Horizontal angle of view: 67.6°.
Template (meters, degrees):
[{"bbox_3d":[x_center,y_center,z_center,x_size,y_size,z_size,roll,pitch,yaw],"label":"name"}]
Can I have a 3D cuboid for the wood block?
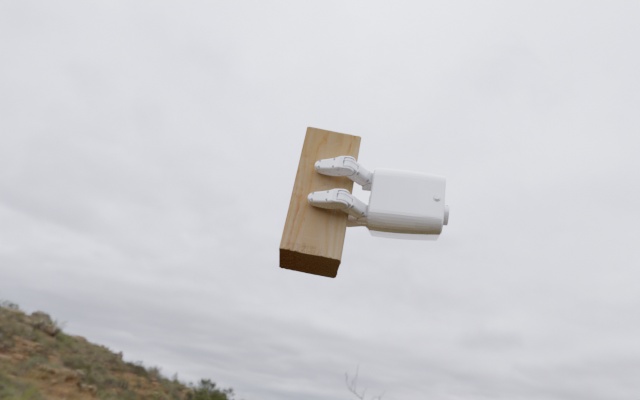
[{"bbox_3d":[0.001,0.002,0.735,0.090,0.206,0.091,11,-27,1],"label":"wood block"}]
